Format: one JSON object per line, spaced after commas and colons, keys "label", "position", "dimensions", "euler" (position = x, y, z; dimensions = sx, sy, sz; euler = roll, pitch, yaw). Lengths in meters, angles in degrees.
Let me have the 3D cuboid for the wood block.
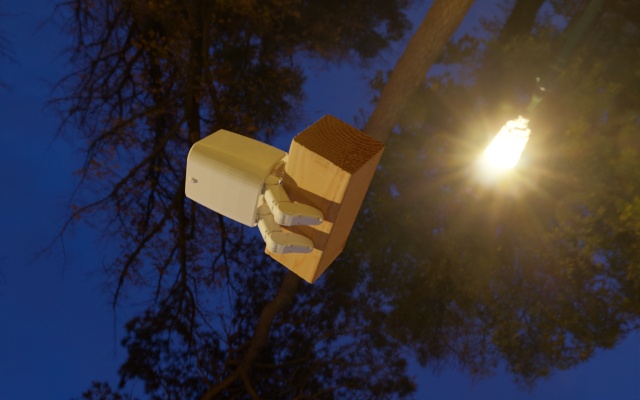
{"label": "wood block", "position": [0.000, 0.002, 0.651], "dimensions": [0.090, 0.206, 0.090], "euler": [32, 43, 15]}
